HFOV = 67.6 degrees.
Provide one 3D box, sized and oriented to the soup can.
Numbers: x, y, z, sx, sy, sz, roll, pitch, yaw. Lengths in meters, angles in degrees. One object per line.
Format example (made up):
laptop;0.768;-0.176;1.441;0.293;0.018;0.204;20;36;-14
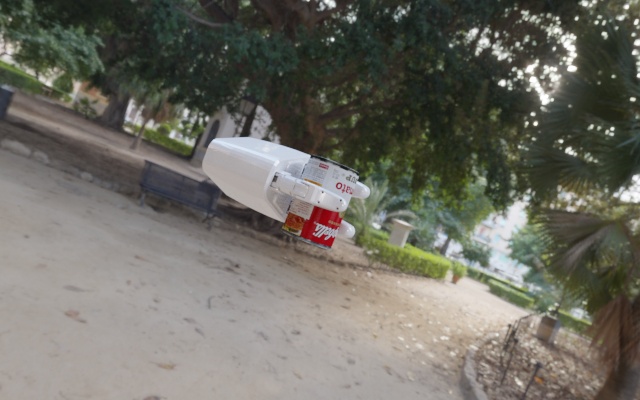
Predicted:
soup can;0.001;0.002;0.598;0.068;0.102;0.068;21;0;0
